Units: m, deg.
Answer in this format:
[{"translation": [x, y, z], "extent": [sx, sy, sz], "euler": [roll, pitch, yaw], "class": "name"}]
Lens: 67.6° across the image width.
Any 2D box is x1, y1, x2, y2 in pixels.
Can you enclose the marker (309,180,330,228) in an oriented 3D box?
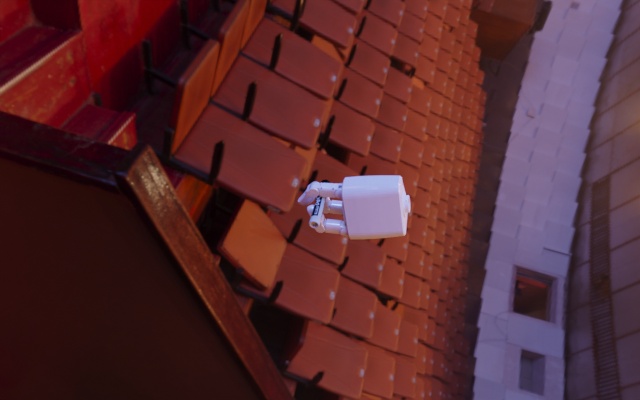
[{"translation": [0.000, 0.003, 0.890], "extent": [0.020, 0.020, 0.121], "euler": [0, 42, 15], "class": "marker"}]
